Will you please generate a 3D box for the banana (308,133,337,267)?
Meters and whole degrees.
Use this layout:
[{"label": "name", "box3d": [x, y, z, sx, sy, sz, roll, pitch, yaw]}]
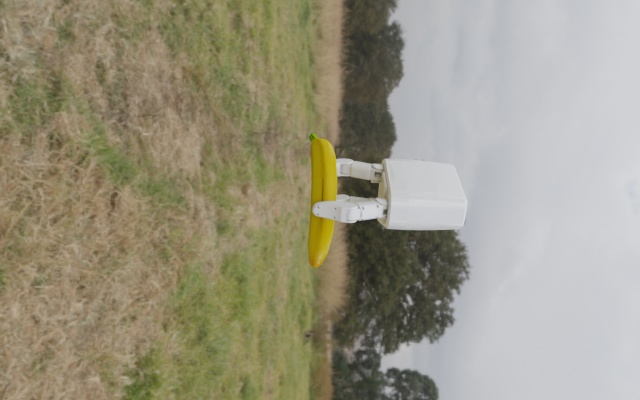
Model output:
[{"label": "banana", "box3d": [0.002, -0.002, 0.676, 0.037, 0.198, 0.069, 2, -4, -7]}]
